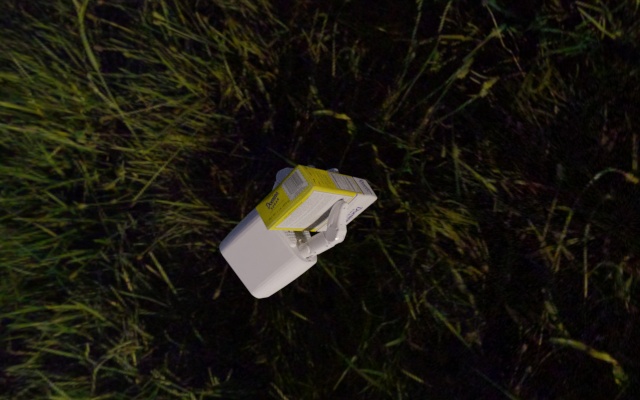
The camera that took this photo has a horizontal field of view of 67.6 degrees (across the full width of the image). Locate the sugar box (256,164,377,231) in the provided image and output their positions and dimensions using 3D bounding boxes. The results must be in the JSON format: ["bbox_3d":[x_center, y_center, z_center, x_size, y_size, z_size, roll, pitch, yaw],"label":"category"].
[{"bbox_3d":[0.000,0.002,0.688,0.093,0.048,0.176,-42,-23,23],"label":"sugar box"}]
